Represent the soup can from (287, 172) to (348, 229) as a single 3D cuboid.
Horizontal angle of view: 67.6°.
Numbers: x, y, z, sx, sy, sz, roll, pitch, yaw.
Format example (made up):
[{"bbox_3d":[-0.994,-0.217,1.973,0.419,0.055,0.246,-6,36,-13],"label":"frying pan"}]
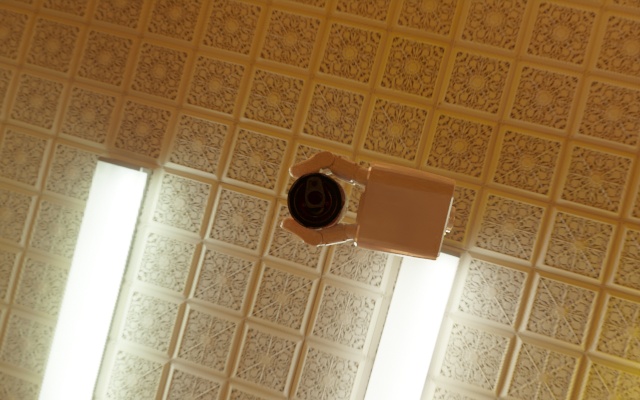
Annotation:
[{"bbox_3d":[0.000,0.002,0.616,0.068,0.068,0.102,0,-2,8],"label":"soup can"}]
